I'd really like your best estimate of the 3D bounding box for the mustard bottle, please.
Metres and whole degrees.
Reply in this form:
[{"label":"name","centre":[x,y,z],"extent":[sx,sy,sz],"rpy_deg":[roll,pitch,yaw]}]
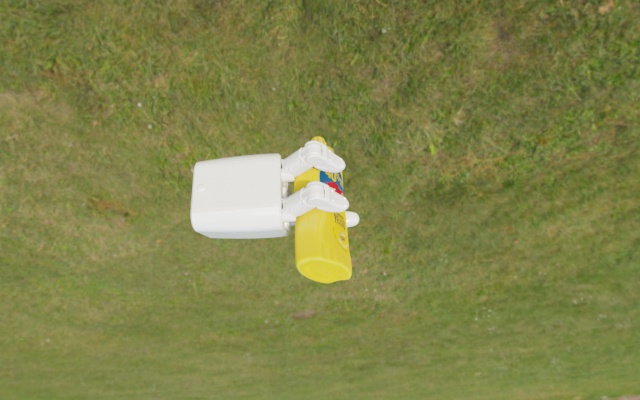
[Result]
[{"label":"mustard bottle","centre":[0.000,0.002,0.610],"extent":[0.058,0.191,0.096],"rpy_deg":[-15,-29,22]}]
